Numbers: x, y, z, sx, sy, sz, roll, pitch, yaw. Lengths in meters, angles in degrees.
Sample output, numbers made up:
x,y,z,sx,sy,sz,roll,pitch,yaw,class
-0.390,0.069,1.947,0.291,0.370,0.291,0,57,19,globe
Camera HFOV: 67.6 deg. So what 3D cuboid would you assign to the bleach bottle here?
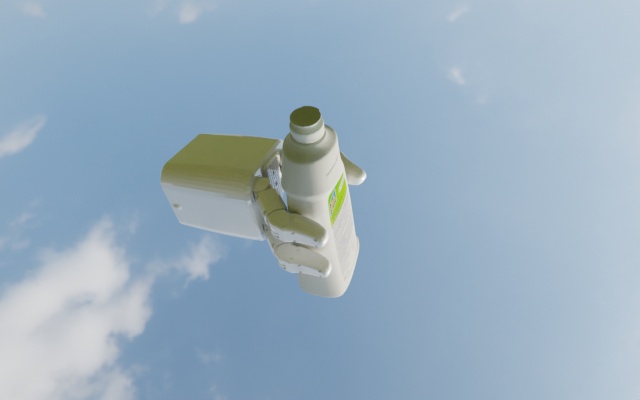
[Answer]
x,y,z,sx,sy,sz,roll,pitch,yaw,class
0.000,0.002,0.515,0.068,0.102,0.251,8,-39,13,bleach bottle
